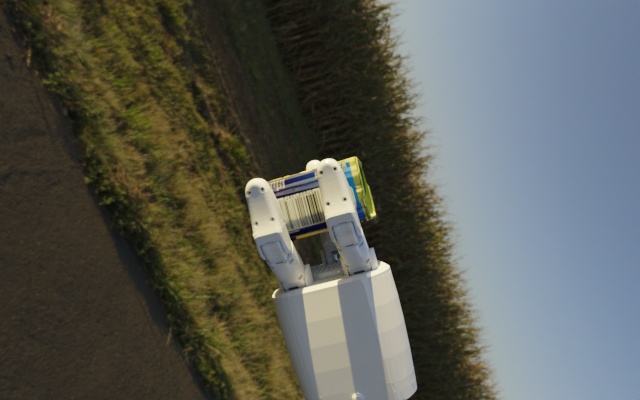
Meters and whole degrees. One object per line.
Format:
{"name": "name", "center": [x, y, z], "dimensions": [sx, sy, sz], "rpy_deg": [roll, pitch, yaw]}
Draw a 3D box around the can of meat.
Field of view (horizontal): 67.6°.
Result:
{"name": "can of meat", "center": [0.000, 0.001, 0.411], "dimensions": [0.084, 0.057, 0.102], "rpy_deg": [-15, -2, 9]}
